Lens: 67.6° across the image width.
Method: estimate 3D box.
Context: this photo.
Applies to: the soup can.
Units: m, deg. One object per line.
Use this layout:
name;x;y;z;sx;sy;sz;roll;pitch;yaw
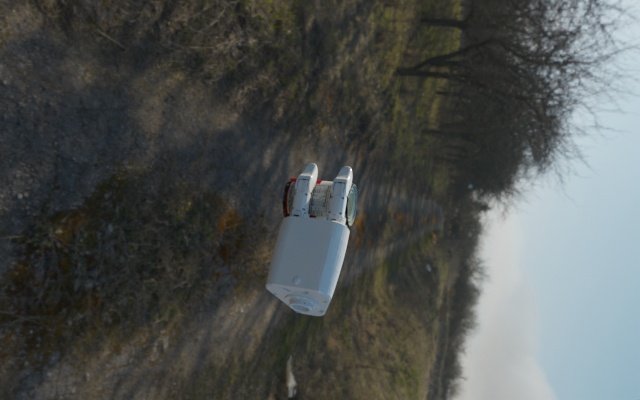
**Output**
soup can;0.001;0.002;0.739;0.102;0.068;0.068;6;1;16
